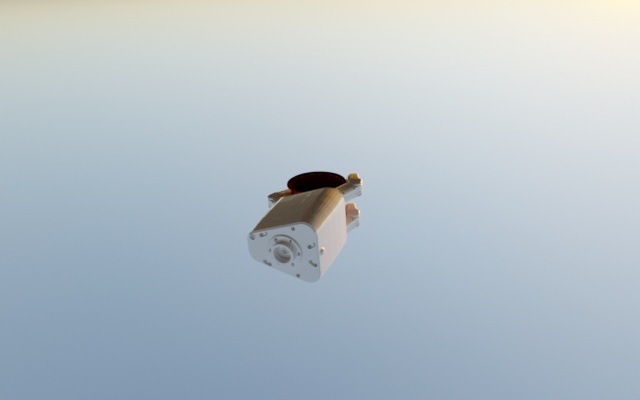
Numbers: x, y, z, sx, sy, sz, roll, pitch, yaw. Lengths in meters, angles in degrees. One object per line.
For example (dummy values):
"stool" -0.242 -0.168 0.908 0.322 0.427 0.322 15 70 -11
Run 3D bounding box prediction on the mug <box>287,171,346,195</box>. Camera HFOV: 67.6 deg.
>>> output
"mug" 0.001 0.002 0.771 0.093 0.081 0.117 7 26 21
